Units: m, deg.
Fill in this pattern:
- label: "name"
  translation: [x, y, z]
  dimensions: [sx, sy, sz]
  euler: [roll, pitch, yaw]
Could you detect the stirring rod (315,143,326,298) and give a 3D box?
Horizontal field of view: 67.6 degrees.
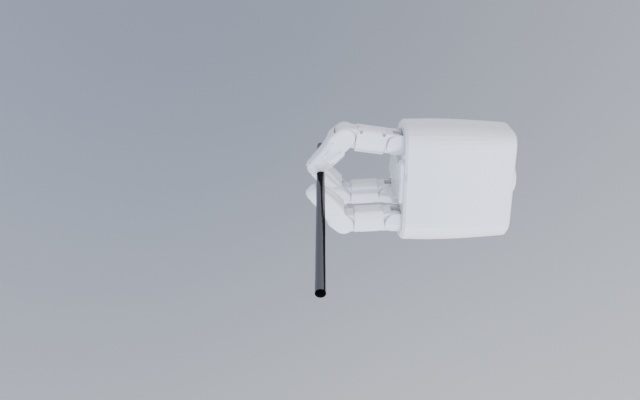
- label: "stirring rod"
  translation: [0.000, 0.001, 0.429]
  dimensions: [0.011, 0.011, 0.239]
  euler: [0, 31, 0]
